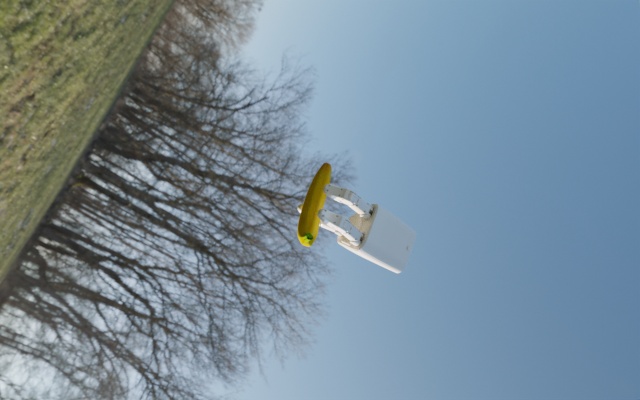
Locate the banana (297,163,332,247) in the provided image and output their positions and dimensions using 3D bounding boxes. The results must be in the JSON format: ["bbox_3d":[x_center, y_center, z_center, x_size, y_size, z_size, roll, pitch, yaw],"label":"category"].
[{"bbox_3d":[-0.010,0.015,0.867,0.037,0.197,0.070,28,-47,-17],"label":"banana"}]
